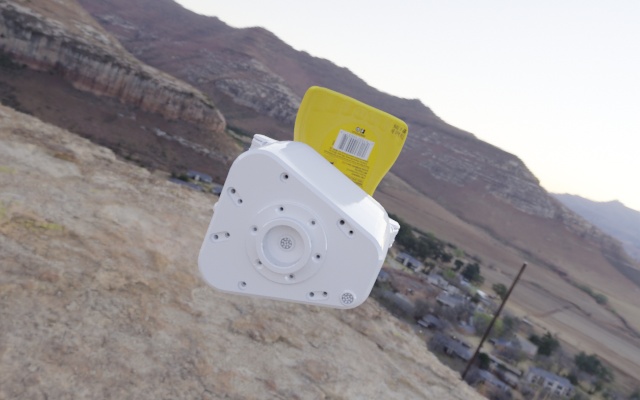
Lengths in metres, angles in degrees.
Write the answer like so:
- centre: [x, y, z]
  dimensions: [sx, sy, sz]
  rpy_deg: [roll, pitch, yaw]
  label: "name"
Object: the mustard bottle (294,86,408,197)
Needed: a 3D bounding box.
- centre: [0.000, 0.001, 0.438]
  dimensions: [0.096, 0.191, 0.058]
  rpy_deg: [19, 11, -19]
  label: "mustard bottle"
